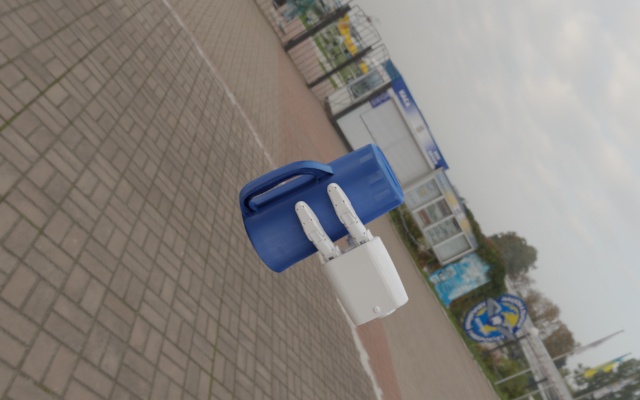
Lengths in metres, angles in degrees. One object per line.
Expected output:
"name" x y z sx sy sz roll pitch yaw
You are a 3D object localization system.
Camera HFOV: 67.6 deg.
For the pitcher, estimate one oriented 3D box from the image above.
"pitcher" 0.000 0.003 0.763 0.243 0.145 0.149 -28 -4 12
